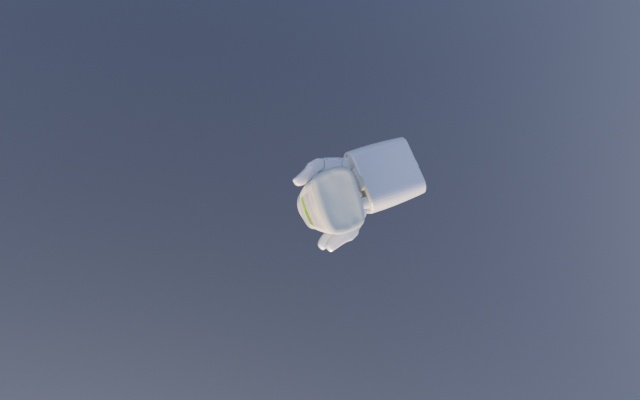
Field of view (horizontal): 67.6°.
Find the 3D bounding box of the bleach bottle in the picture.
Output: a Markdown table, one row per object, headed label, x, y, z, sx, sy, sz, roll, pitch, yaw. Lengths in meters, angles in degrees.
| label | x | y | z | sx | sy | sz | roll | pitch | yaw |
| --- | --- | --- | --- | --- | --- | --- | --- | --- | --- |
| bleach bottle | 0.000 | 0.003 | 0.818 | 0.068 | 0.102 | 0.251 | -19 | 4 | -13 |
